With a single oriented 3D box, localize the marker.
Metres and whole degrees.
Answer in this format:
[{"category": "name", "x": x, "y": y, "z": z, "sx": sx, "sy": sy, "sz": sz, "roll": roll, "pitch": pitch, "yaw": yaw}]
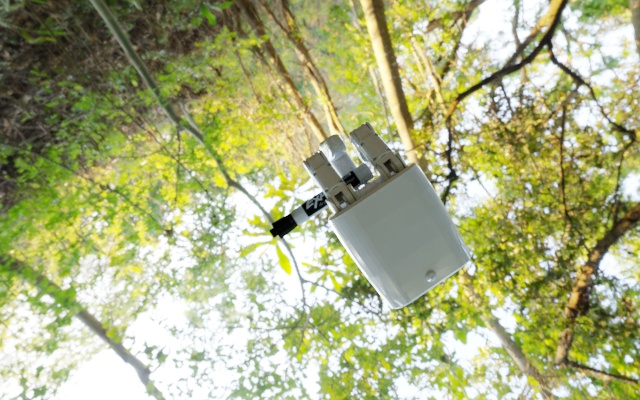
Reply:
[{"category": "marker", "x": 0.000, "y": 0.002, "z": 0.493, "sx": 0.121, "sy": 0.020, "sz": 0.020, "roll": -33, "pitch": 1, "yaw": -1}]
